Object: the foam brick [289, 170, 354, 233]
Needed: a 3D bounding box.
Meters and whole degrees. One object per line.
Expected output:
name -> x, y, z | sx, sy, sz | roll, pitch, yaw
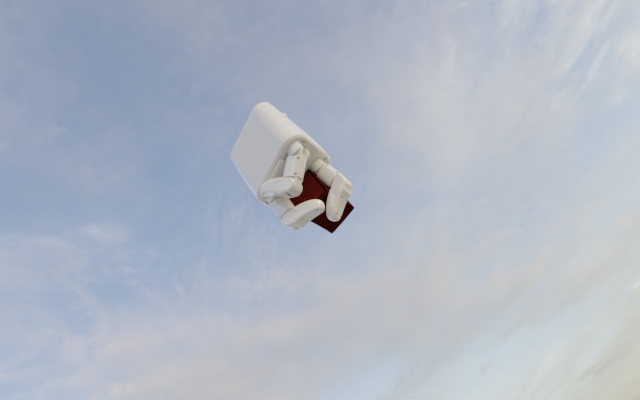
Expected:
foam brick -> 0.000, 0.002, 0.677 | 0.078, 0.053, 0.051 | 33, 12, -50
